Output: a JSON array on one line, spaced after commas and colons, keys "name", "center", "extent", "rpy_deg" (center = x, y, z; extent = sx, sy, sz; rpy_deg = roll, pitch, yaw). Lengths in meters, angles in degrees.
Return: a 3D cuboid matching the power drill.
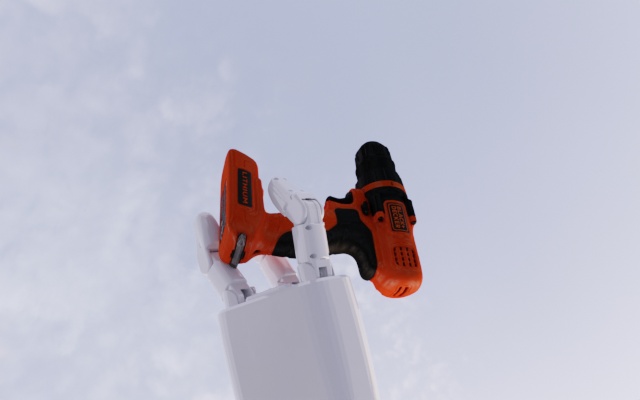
[{"name": "power drill", "center": [0.000, 0.002, 0.460], "extent": [0.187, 0.184, 0.057], "rpy_deg": [6, -42, -16]}]
